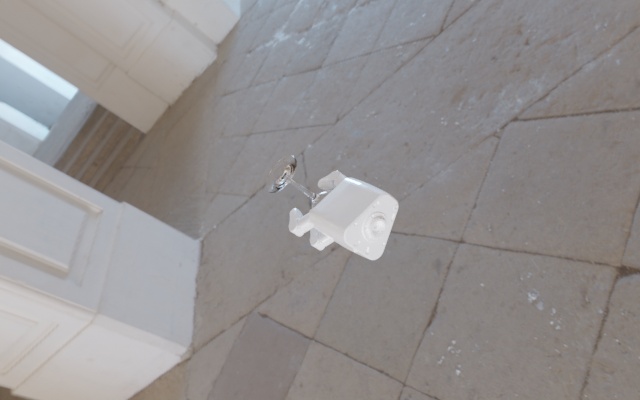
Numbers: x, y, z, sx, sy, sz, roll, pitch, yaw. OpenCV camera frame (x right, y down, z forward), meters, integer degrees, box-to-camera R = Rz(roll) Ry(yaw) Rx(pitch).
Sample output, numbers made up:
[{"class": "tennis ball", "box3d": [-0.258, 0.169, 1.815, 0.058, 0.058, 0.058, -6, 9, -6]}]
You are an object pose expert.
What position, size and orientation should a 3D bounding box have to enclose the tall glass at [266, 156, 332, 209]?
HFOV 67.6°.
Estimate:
[{"class": "tall glass", "box3d": [0.000, 0.002, 0.867, 0.201, 0.079, 0.079, 35, -22, -34]}]
